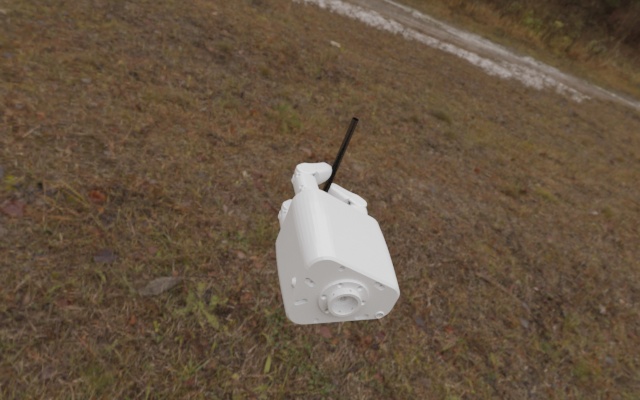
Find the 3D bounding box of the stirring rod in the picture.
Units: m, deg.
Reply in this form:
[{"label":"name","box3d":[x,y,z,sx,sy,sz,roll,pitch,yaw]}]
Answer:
[{"label":"stirring rod","box3d":[0.000,0.002,0.608,0.011,0.240,0.011,17,32,-10]}]
